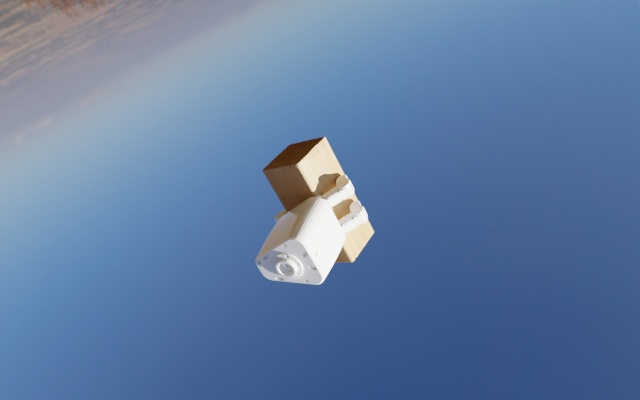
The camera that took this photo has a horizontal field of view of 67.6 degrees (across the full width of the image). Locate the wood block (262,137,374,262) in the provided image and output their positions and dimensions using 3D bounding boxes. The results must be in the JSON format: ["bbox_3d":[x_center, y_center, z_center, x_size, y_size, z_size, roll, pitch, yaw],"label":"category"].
[{"bbox_3d":[0.000,0.003,0.844,0.091,0.206,0.090,-6,32,42],"label":"wood block"}]
